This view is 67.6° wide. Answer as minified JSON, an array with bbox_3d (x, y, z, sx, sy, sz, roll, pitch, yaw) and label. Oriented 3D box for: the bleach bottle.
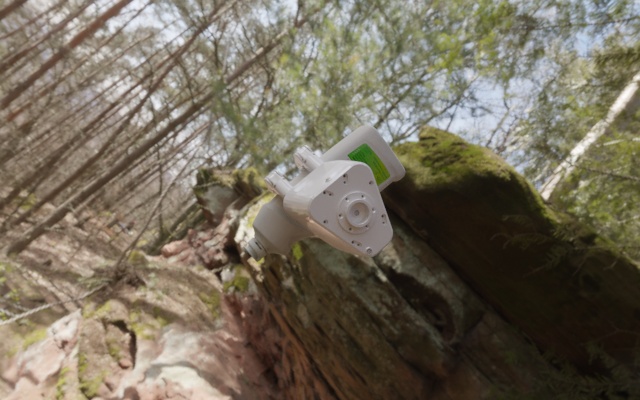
[{"bbox_3d":[0.000,0.002,0.694,0.251,0.102,0.068,-41,14,-12],"label":"bleach bottle"}]
